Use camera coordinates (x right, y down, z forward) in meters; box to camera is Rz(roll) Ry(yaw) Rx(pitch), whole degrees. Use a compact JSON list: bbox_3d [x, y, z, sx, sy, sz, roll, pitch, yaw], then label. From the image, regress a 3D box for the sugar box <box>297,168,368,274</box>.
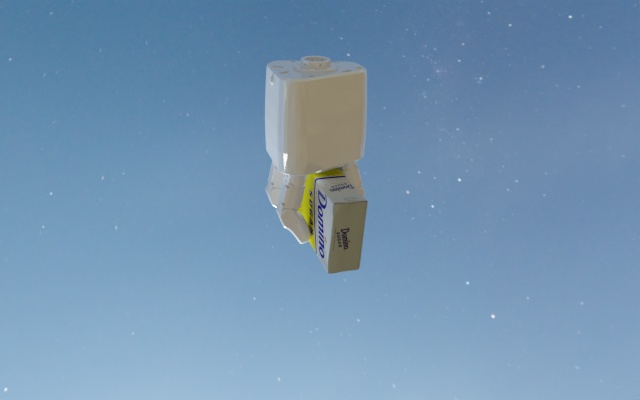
[{"bbox_3d":[0.000,0.002,0.591,0.048,0.093,0.176,-5,29,-17],"label":"sugar box"}]
